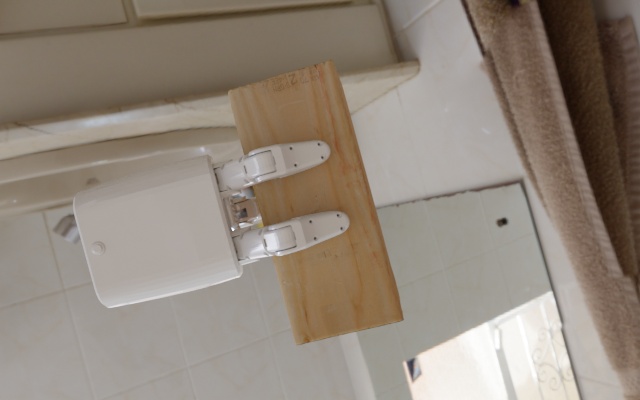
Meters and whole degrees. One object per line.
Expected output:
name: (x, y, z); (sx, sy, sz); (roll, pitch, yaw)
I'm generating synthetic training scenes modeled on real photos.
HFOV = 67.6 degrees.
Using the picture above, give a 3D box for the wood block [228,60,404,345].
wood block: (0.000, 0.002, 0.410); (0.090, 0.206, 0.091); (-15, 0, 6)
